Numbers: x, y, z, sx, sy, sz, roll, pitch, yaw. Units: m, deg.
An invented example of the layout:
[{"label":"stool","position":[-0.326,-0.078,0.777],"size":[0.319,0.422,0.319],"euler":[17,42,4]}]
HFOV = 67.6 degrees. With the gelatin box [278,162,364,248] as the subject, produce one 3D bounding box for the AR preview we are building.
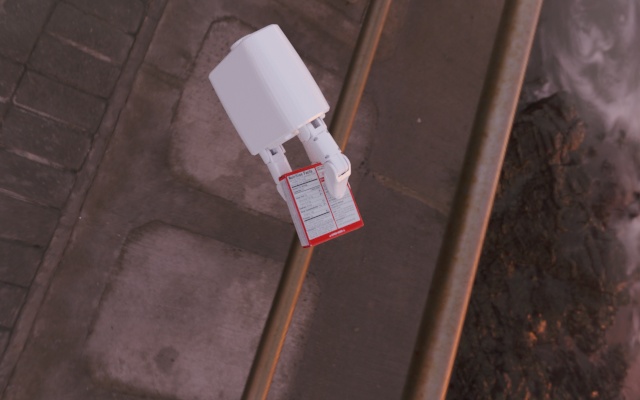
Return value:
[{"label":"gelatin box","position":[0.000,0.002,0.558],"size":[0.073,0.089,0.030],"euler":[-20,-1,-24]}]
